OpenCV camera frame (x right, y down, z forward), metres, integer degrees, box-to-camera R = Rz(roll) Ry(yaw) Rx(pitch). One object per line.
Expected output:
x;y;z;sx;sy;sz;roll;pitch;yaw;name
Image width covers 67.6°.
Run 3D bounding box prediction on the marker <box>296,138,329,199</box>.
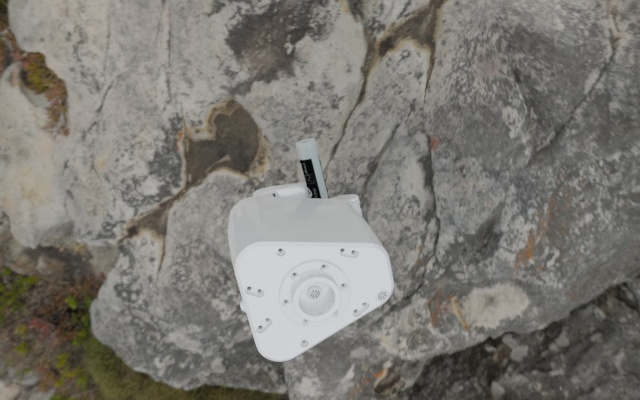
0.000;0.001;0.455;0.020;0.121;0.020;-13;17;4;marker
